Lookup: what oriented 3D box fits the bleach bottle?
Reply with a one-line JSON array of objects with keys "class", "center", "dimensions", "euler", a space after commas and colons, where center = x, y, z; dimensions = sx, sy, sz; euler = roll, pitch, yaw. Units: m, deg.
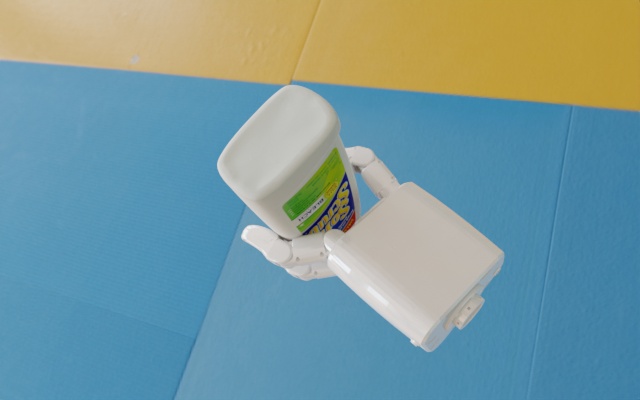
[{"class": "bleach bottle", "center": [0.000, 0.002, 0.469], "dimensions": [0.068, 0.102, 0.251], "euler": [40, -6, 28]}]
